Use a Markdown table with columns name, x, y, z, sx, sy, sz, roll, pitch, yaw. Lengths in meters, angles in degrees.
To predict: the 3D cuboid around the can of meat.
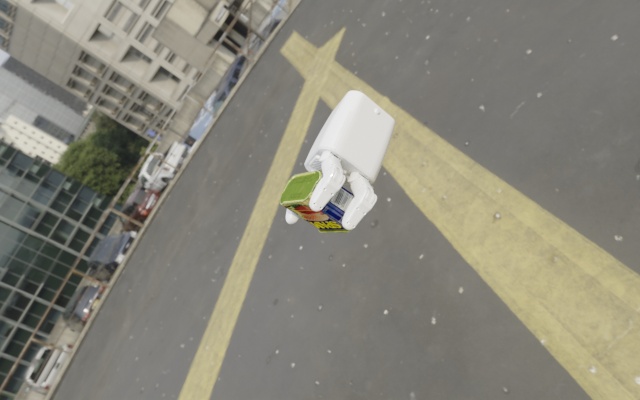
| name | x | y | z | sx | sy | sz | roll | pitch | yaw |
| --- | --- | --- | --- | --- | --- | --- | --- | --- | --- |
| can of meat | 0.000 | 0.002 | 0.687 | 0.084 | 0.057 | 0.102 | 34 | -20 | -25 |
